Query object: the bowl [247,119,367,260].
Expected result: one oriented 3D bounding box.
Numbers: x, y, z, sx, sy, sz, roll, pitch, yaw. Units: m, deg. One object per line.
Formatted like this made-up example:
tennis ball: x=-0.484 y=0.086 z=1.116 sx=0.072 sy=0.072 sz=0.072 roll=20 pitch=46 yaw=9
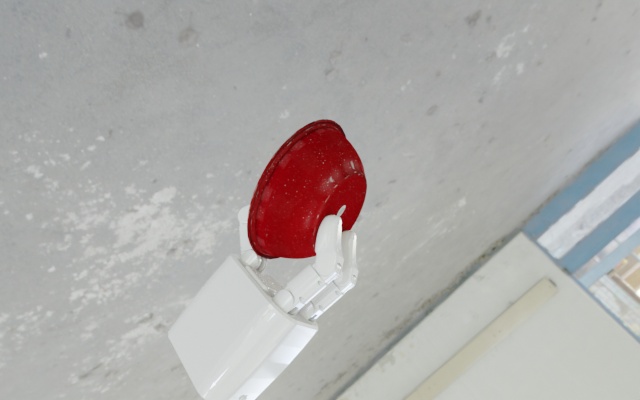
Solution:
bowl: x=0.001 y=0.001 z=0.492 sx=0.055 sy=0.162 sz=0.162 roll=29 pitch=14 yaw=26
